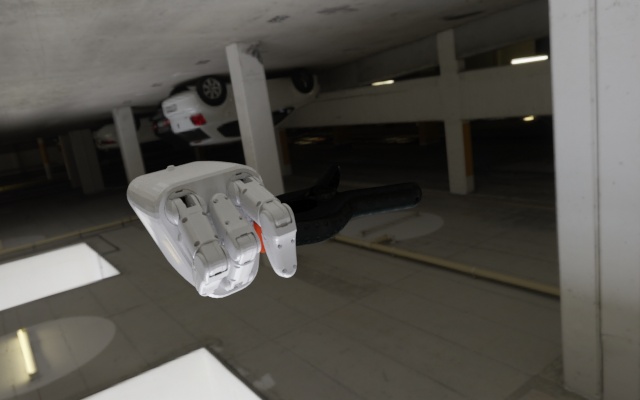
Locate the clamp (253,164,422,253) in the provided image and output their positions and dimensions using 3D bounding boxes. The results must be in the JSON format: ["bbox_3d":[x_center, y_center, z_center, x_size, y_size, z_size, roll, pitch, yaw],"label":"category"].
[{"bbox_3d":[0.000,0.002,0.462,0.171,0.039,0.120,-17,20,-34],"label":"clamp"}]
